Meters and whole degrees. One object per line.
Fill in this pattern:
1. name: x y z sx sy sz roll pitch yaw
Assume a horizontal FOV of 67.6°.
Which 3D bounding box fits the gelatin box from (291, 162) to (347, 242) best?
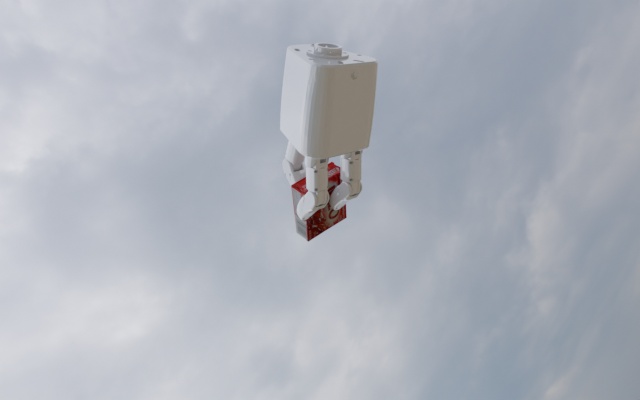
1. gelatin box: 0.000 0.002 0.651 0.073 0.089 0.030 -30 46 -29
